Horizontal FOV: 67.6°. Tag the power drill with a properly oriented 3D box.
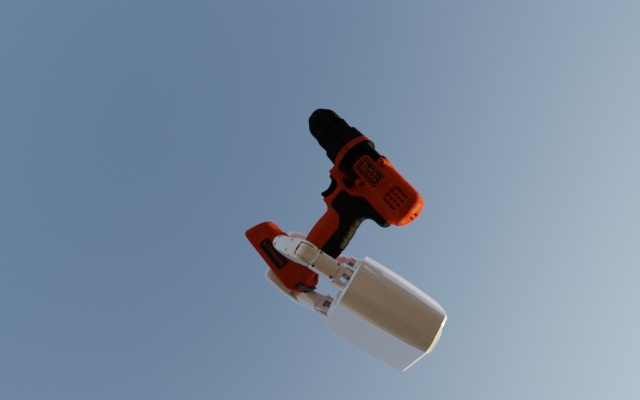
[{"bbox_3d":[0.000,0.002,0.570,0.184,0.187,0.057,49,9,25],"label":"power drill"}]
